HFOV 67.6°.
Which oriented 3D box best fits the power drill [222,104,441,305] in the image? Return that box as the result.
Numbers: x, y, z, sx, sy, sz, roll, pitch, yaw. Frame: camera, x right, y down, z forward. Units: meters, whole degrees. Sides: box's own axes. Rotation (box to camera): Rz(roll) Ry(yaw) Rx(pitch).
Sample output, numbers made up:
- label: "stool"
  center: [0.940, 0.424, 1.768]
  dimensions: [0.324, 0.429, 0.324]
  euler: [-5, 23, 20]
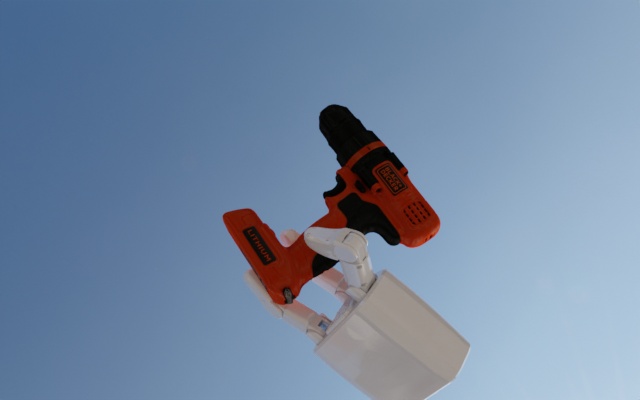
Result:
- label: "power drill"
  center: [0.000, 0.002, 0.486]
  dimensions: [0.187, 0.184, 0.057]
  euler: [-31, -23, -12]
